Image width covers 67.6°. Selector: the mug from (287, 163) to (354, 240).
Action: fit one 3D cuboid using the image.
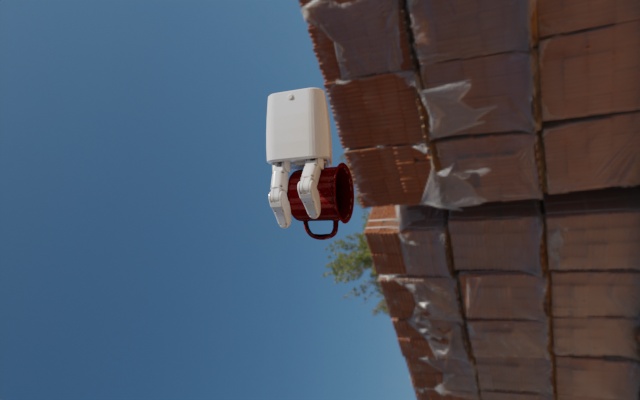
[{"bbox_3d":[0.000,0.004,0.740,0.081,0.117,0.093,-3,-4,22],"label":"mug"}]
